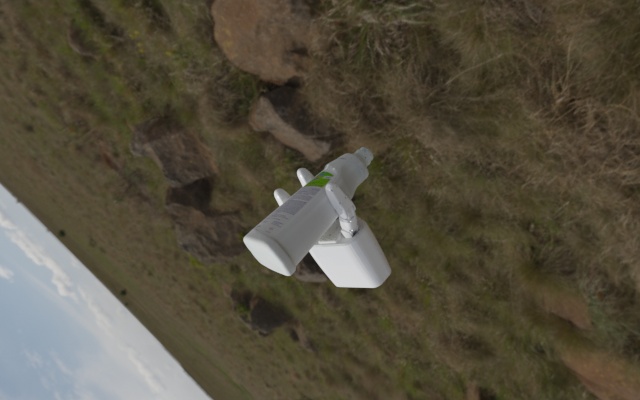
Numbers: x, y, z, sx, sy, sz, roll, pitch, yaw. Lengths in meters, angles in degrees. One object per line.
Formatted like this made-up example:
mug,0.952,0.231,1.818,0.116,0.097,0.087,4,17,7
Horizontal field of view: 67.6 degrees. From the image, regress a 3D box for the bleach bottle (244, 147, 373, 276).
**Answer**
bleach bottle,0.000,0.002,0.746,0.250,0.068,0.102,-44,28,-23
